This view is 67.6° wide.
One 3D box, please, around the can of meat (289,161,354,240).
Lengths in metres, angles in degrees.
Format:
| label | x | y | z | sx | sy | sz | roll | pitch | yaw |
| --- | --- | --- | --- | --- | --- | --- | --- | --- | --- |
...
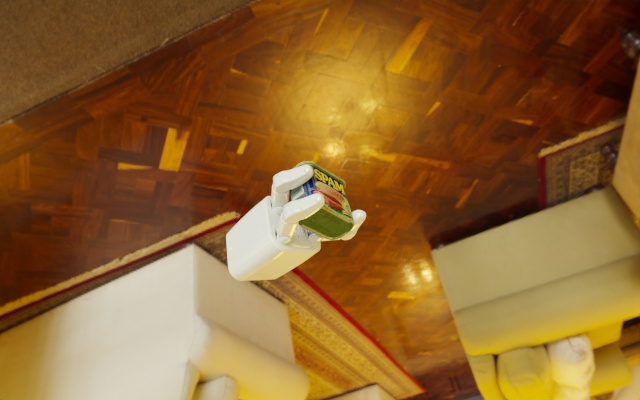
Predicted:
| label | x | y | z | sx | sy | sz | roll | pitch | yaw |
| --- | --- | --- | --- | --- | --- | --- | --- | --- | --- |
| can of meat | 0.000 | 0.003 | 0.714 | 0.057 | 0.084 | 0.102 | -35 | -42 | 26 |
